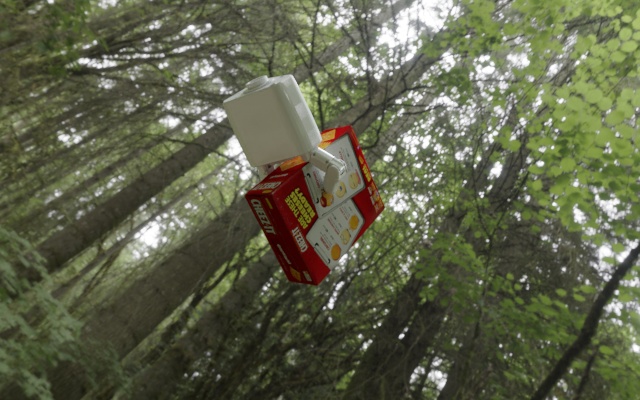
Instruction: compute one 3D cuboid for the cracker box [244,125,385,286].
[{"bbox_3d":[0.000,0.002,0.758,0.072,0.164,0.213,-3,31,43],"label":"cracker box"}]
